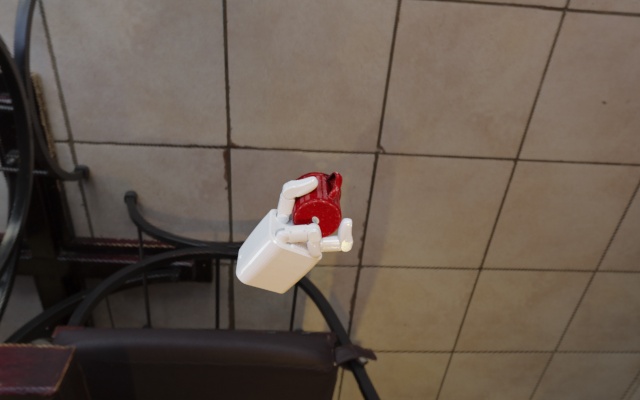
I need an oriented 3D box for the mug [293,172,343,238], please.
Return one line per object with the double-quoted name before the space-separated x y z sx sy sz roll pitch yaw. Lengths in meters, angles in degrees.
"mug" 0.001 0.002 0.813 0.093 0.117 0.081 31 26 -22
